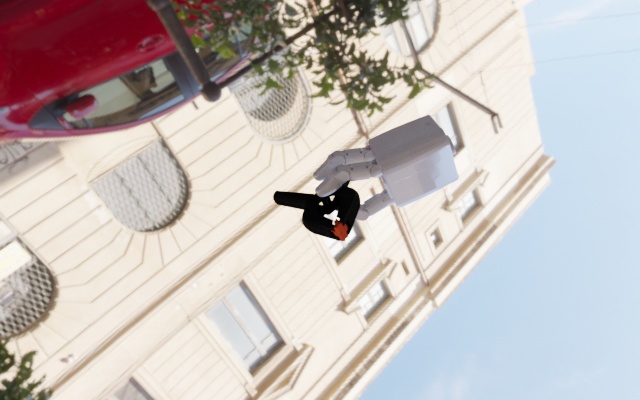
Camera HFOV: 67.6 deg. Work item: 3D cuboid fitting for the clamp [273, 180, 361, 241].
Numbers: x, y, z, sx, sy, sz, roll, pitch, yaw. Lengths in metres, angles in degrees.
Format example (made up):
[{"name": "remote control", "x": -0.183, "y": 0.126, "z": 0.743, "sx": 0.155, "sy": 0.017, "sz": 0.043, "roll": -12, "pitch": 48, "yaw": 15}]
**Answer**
[{"name": "clamp", "x": 0.001, "y": 0.003, "z": 0.748, "sx": 0.164, "sy": 0.036, "sz": 0.209, "roll": -26, "pitch": 29, "yaw": 9}]
